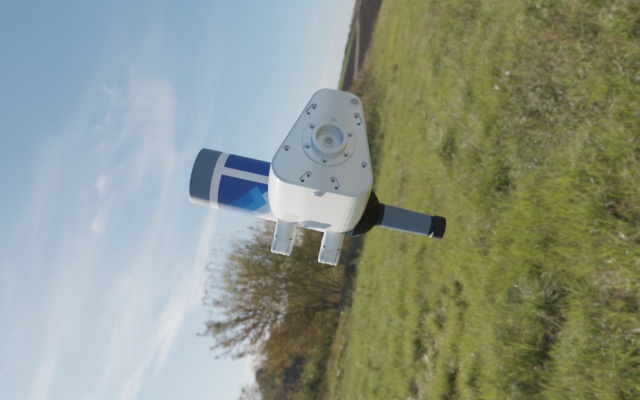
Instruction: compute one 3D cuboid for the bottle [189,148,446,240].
[{"bbox_3d":[0.000,0.002,0.562,0.296,0.069,0.069,12,0,0],"label":"bottle"}]
